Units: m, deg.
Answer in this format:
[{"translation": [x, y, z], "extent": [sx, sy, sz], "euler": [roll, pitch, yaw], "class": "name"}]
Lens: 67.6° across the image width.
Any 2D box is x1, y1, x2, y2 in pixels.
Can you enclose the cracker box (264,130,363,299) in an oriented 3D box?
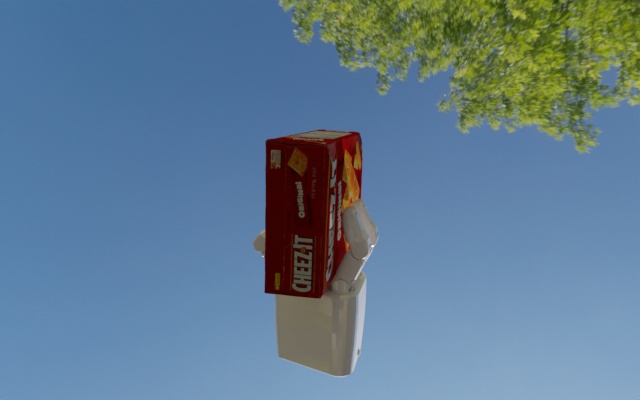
[{"translation": [0.000, 0.002, 0.578], "extent": [0.072, 0.164, 0.213], "euler": [4, 12, 13], "class": "cracker box"}]
